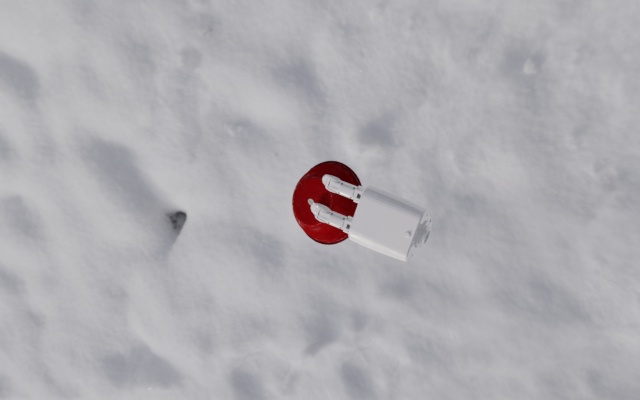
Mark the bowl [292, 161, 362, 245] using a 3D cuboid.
[{"bbox_3d":[-0.001,0.003,0.892,0.162,0.162,0.055,0,-3,37],"label":"bowl"}]
